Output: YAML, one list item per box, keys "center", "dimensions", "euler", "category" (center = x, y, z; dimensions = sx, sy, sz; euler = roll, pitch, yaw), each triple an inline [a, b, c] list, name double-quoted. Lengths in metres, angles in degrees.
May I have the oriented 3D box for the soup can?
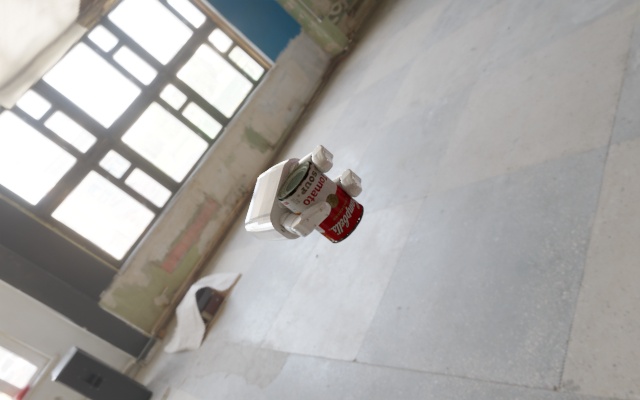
- center: [0.000, 0.002, 0.649]
  dimensions: [0.102, 0.068, 0.068]
  euler: [39, -16, -20]
  category: "soup can"
